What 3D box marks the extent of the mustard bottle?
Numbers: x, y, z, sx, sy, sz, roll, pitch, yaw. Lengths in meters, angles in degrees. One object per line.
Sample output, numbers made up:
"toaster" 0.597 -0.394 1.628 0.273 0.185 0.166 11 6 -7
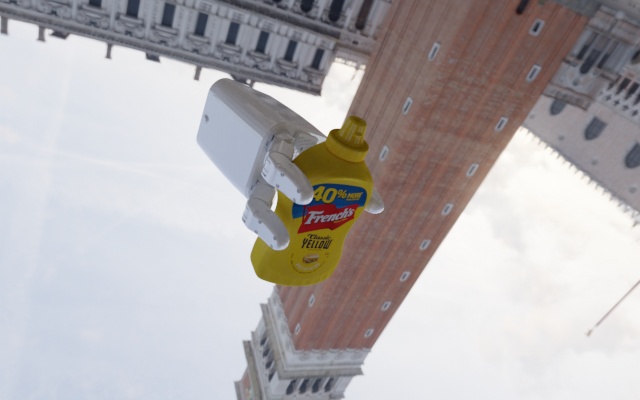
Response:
"mustard bottle" 0.000 0.002 0.482 0.096 0.192 0.058 6 35 -29
